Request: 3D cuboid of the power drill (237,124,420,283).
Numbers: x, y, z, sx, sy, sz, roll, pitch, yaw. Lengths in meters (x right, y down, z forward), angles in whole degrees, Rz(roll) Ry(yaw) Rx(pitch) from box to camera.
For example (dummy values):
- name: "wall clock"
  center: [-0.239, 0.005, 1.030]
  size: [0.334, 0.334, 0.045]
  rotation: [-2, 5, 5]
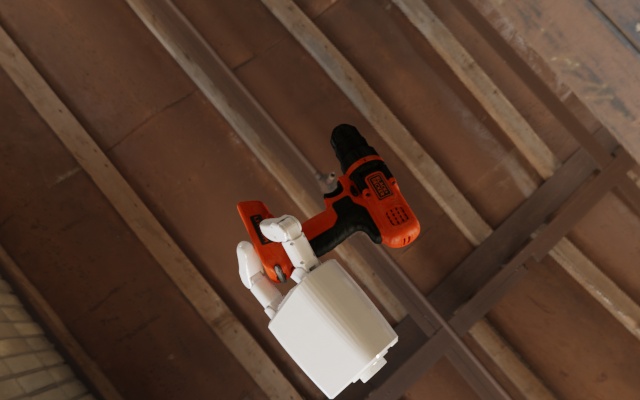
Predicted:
- name: "power drill"
  center: [0.000, 0.002, 0.576]
  size: [0.187, 0.184, 0.057]
  rotation: [-25, -32, -6]
